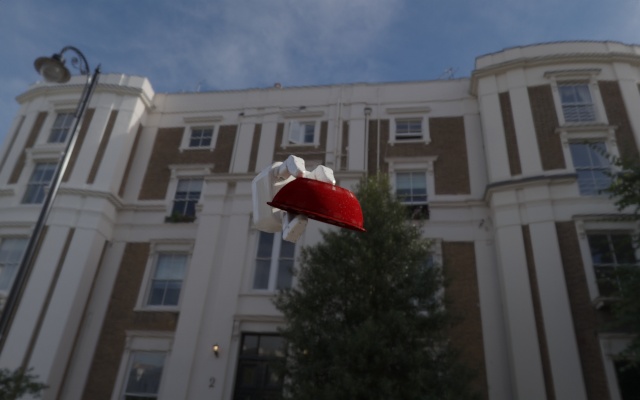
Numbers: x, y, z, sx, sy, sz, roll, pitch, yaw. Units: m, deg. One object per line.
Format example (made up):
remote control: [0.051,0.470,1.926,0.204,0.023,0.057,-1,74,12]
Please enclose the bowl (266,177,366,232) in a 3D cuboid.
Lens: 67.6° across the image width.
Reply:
bowl: [0.001,0.002,0.746,0.162,0.055,0.162,16,-4,1]
